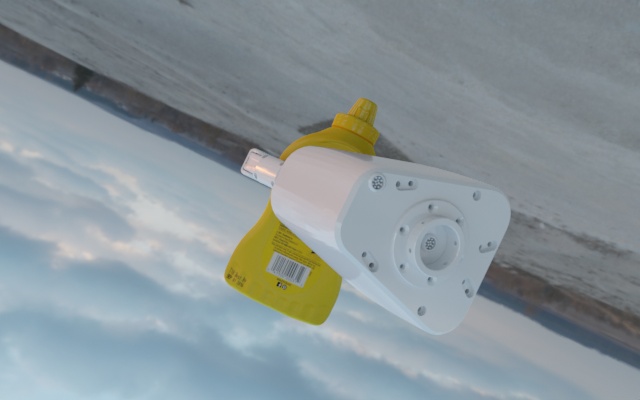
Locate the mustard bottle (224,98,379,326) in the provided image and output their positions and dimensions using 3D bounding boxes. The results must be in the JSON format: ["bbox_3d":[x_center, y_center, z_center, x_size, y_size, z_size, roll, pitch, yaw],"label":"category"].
[{"bbox_3d":[0.000,0.002,0.410,0.096,0.191,0.058,26,0,0],"label":"mustard bottle"}]
